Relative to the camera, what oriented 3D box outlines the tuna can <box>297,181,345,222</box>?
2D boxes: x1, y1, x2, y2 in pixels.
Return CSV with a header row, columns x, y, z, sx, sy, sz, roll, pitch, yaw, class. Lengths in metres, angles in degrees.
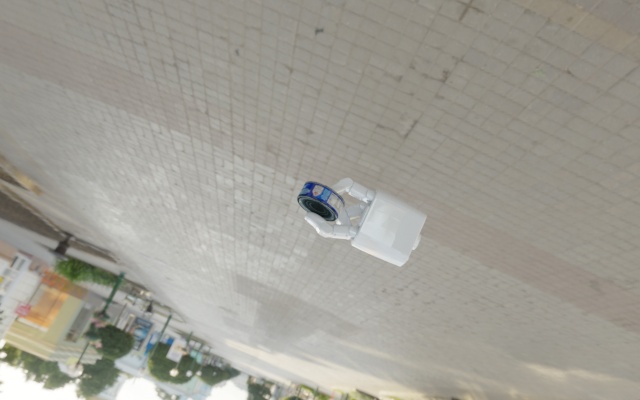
x,y,z,sx,sy,sz,roll,pitch,yaw,class
0.000,0.003,0.884,0.086,0.033,0.086,25,-22,11,tuna can
